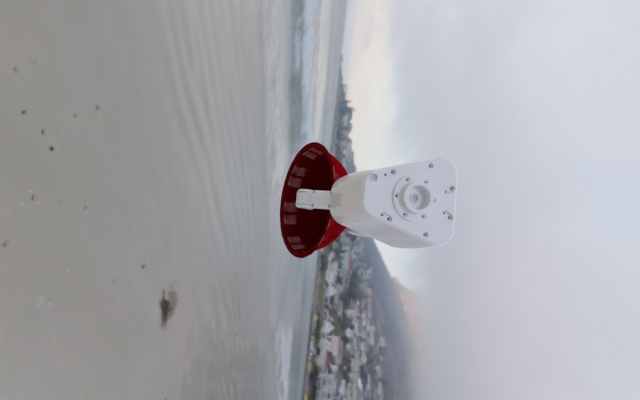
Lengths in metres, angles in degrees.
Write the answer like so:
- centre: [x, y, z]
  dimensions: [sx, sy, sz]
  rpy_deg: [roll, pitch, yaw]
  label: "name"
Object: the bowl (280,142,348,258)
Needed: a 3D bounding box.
- centre: [0.000, 0.002, 0.673]
  dimensions: [0.055, 0.162, 0.162]
  rpy_deg: [9, -4, -29]
  label: "bowl"
